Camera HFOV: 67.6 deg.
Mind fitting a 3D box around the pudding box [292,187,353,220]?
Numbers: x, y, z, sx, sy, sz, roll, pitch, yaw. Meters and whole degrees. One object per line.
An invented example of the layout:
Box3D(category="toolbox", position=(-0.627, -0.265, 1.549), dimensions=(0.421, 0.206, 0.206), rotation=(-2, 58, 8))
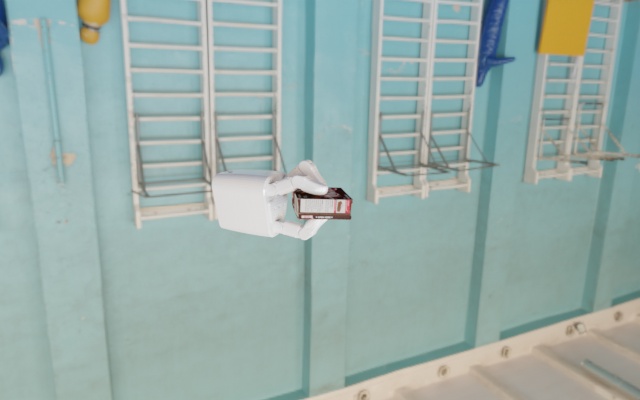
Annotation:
Box3D(category="pudding box", position=(0.000, 0.003, 0.803), dimensions=(0.090, 0.039, 0.113), rotation=(0, 13, -8))
